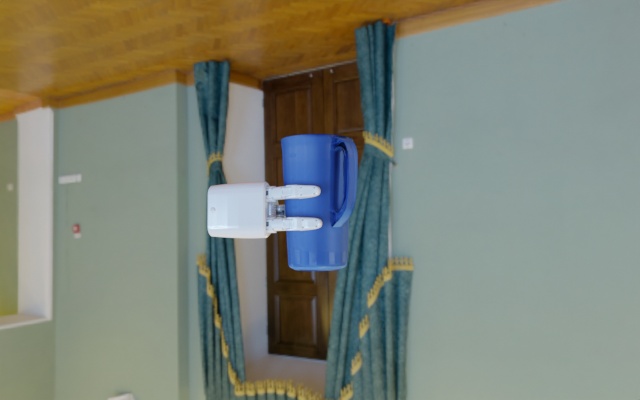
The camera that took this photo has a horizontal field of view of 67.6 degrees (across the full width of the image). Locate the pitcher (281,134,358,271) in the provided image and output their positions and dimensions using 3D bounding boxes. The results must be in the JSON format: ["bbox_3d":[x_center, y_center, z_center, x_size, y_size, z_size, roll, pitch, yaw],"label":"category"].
[{"bbox_3d":[0.000,0.003,0.866,0.145,0.243,0.149,-1,-3,8],"label":"pitcher"}]
